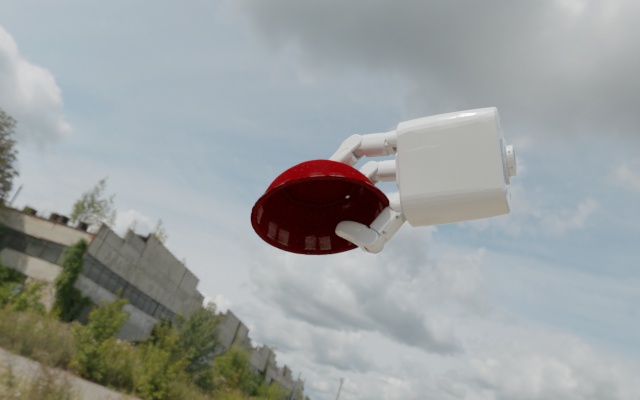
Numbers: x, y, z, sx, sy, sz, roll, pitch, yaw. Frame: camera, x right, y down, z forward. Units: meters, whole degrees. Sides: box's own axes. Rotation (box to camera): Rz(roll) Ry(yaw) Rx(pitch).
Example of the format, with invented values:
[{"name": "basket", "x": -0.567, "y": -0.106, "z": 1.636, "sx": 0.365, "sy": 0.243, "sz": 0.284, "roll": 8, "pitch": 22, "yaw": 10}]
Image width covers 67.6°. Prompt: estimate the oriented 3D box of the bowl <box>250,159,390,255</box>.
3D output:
[{"name": "bowl", "x": -0.001, "y": 0.002, "z": 0.559, "sx": 0.162, "sy": 0.055, "sz": 0.162, "roll": -3, "pitch": -36, "yaw": -2}]
